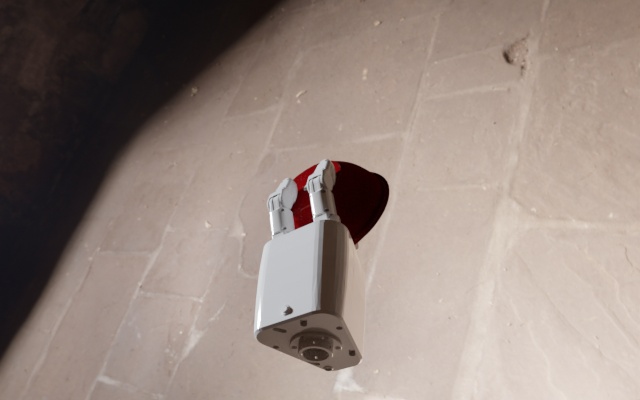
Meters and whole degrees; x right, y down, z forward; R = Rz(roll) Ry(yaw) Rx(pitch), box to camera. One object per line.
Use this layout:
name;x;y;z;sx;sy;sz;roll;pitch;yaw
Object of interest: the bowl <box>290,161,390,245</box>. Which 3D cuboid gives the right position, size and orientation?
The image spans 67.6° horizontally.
bowl;0.000;0.001;0.580;0.162;0.055;0.162;-28;28;17
